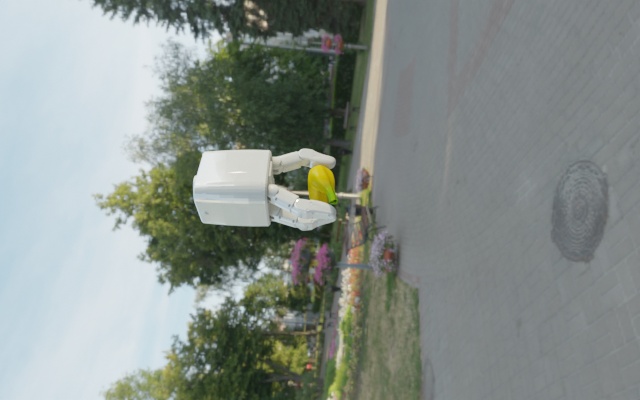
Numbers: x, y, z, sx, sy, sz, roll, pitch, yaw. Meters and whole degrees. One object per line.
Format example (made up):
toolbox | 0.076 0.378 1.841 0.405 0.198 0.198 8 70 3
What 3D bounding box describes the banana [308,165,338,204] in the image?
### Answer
banana | -0.001 -0.016 0.761 0.037 0.069 0.198 -3 -7 -4
